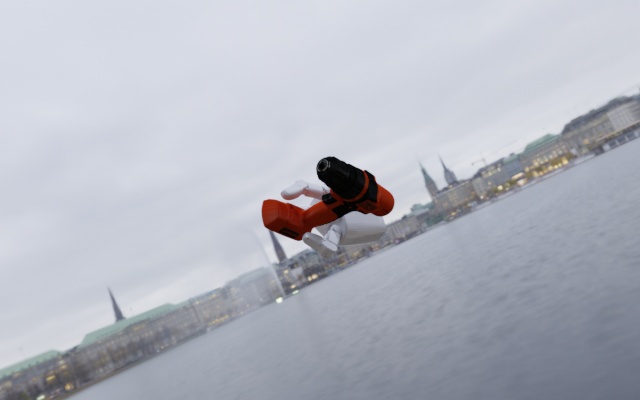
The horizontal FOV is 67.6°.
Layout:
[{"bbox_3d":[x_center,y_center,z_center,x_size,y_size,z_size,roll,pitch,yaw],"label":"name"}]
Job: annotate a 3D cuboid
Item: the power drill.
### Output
[{"bbox_3d":[0.000,0.003,0.750,0.188,0.057,0.184,-20,-31,30],"label":"power drill"}]
